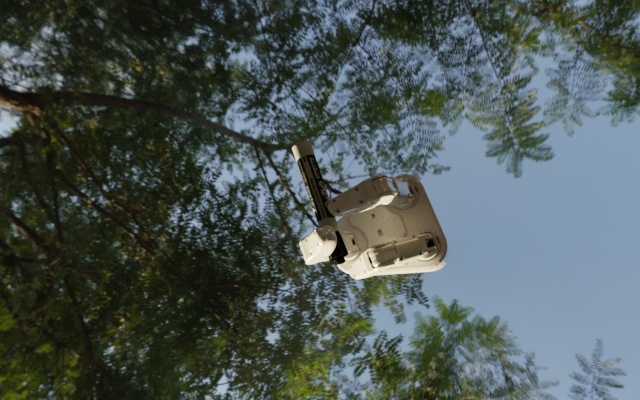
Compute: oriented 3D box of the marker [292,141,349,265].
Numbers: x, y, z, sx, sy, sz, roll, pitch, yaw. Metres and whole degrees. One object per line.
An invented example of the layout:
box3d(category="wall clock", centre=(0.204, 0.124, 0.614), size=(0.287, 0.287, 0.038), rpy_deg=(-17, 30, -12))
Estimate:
box3d(category="marker", centre=(0.000, 0.001, 0.444), size=(0.020, 0.121, 0.020), rpy_deg=(-17, -16, -5))
